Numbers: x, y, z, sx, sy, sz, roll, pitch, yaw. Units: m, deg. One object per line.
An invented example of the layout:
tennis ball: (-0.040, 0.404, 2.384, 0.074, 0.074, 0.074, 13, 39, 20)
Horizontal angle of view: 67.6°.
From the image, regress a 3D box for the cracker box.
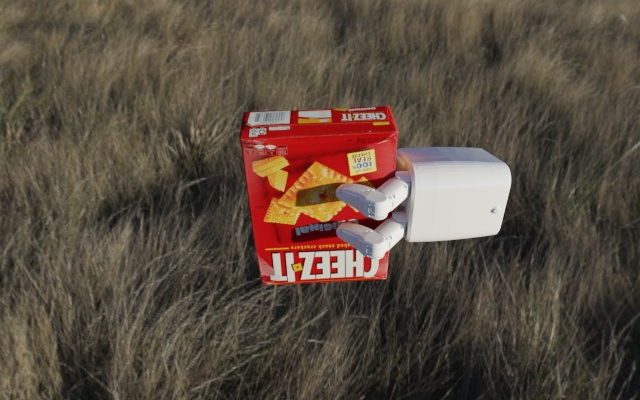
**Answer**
cracker box: (0.000, 0.002, 0.563, 0.164, 0.214, 0.072, -2, 36, 0)
